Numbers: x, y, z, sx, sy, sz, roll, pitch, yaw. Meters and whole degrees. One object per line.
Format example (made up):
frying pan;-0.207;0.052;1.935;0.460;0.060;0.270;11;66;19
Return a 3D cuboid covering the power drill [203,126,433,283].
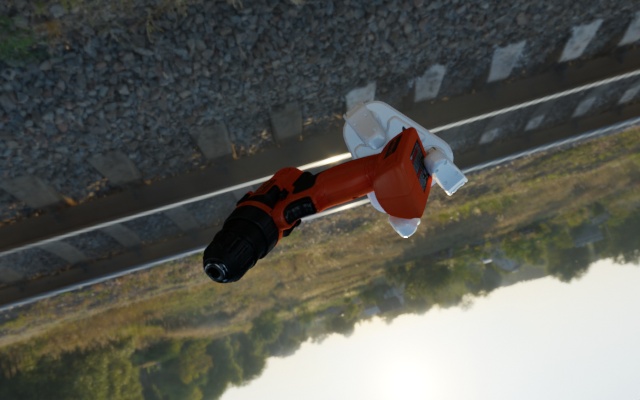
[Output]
power drill;0.001;0.001;0.434;0.187;0.057;0.184;-15;22;26
